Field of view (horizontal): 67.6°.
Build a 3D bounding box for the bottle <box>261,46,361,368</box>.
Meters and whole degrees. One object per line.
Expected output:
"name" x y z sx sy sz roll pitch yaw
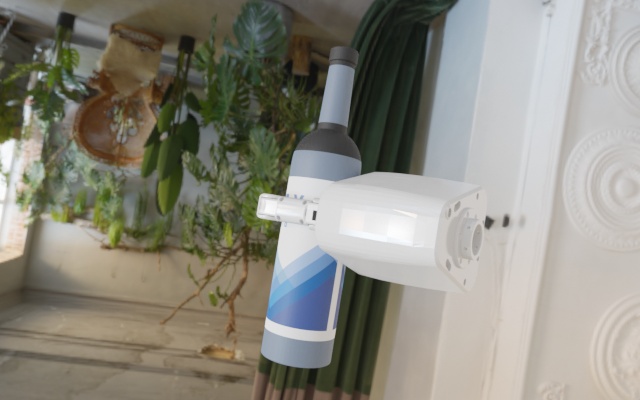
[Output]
"bottle" 0.000 0.002 0.454 0.069 0.295 0.069 9 -2 0
